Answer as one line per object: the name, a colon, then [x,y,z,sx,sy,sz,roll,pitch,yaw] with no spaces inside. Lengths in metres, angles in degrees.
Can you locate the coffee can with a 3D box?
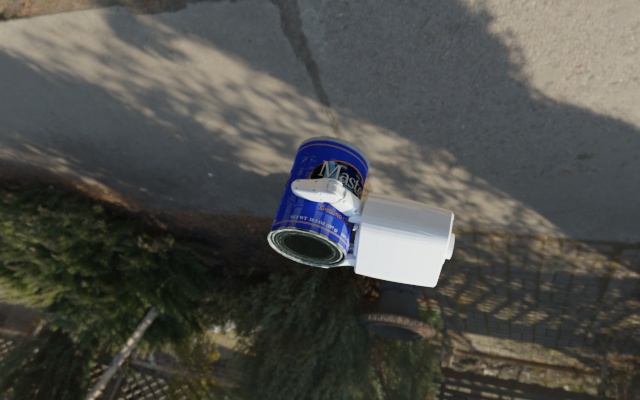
coffee can: [0.000,0.002,0.627,0.103,0.140,0.103,13,-29,7]
